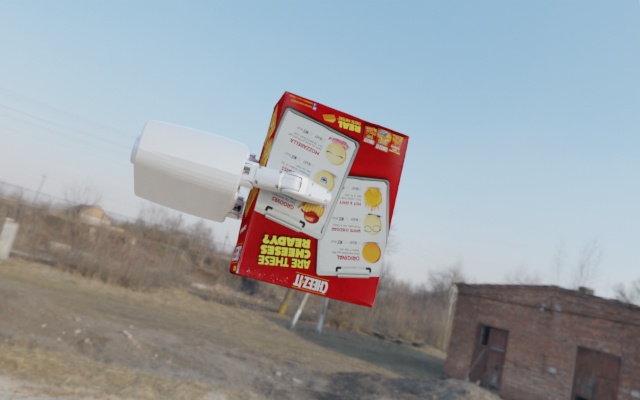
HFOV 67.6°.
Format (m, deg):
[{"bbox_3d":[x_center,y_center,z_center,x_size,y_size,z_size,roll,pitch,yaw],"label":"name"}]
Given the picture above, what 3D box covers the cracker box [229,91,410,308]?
[{"bbox_3d":[0.000,0.002,0.568,0.164,0.213,0.072,17,-12,-15],"label":"cracker box"}]
